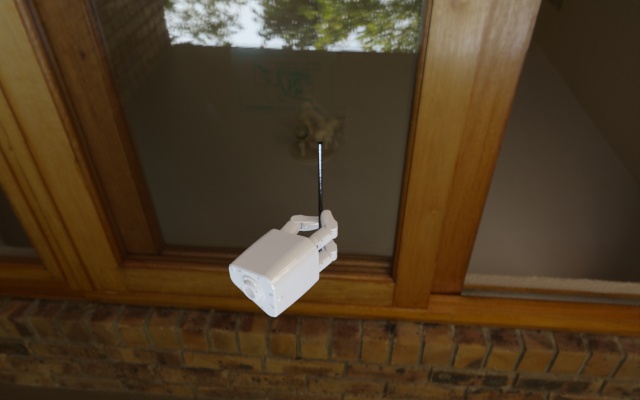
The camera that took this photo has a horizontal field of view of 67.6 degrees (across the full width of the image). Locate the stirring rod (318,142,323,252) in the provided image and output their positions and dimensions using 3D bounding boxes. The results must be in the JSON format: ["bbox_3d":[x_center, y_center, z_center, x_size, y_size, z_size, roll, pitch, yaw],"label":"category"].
[{"bbox_3d":[0.000,0.003,0.831,0.011,0.240,0.011,0,39,0],"label":"stirring rod"}]
